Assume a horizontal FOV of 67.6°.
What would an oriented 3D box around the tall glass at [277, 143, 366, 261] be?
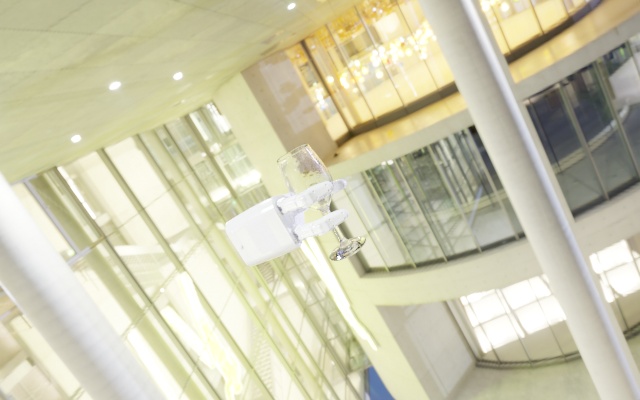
[{"bbox_3d":[0.001,0.003,0.829,0.079,0.201,0.079,-28,14,7],"label":"tall glass"}]
